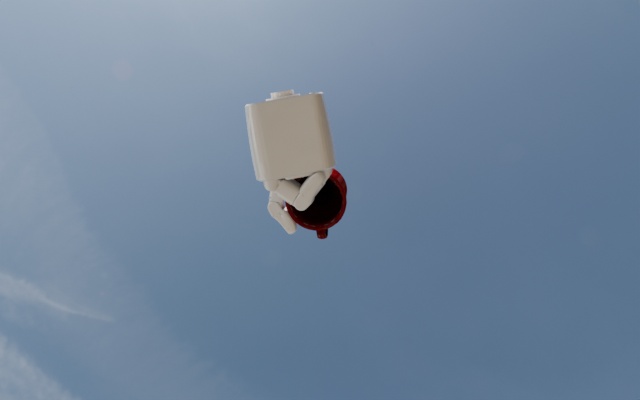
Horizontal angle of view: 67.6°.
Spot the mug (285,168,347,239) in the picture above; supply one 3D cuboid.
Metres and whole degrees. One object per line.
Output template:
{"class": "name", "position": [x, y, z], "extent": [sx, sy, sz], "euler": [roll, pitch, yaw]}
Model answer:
{"class": "mug", "position": [0.000, 0.004, 0.752], "extent": [0.093, 0.117, 0.081], "euler": [-6, 14, 10]}
